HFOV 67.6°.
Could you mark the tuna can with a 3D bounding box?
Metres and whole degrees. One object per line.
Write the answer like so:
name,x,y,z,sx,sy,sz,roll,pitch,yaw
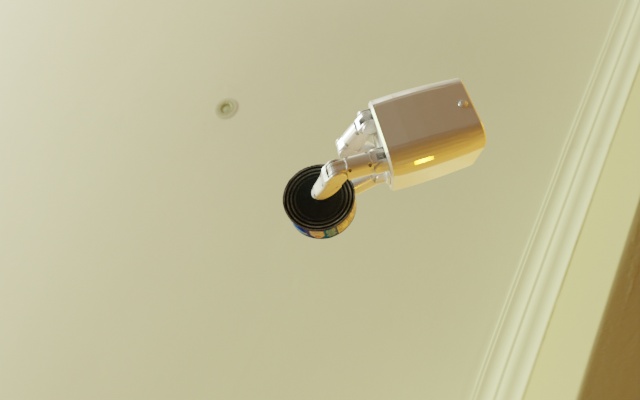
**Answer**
tuna can,0.000,0.002,0.571,0.086,0.086,0.034,0,-24,9
